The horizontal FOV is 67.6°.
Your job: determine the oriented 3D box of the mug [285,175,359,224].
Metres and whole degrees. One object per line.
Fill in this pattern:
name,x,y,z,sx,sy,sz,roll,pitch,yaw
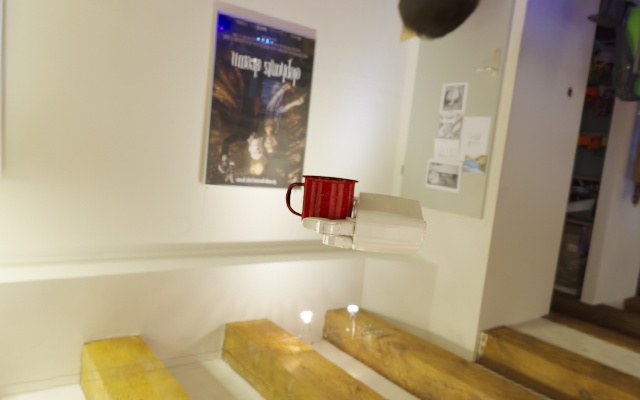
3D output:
mug,-0.001,0.003,0.775,0.117,0.081,0.093,6,6,5
